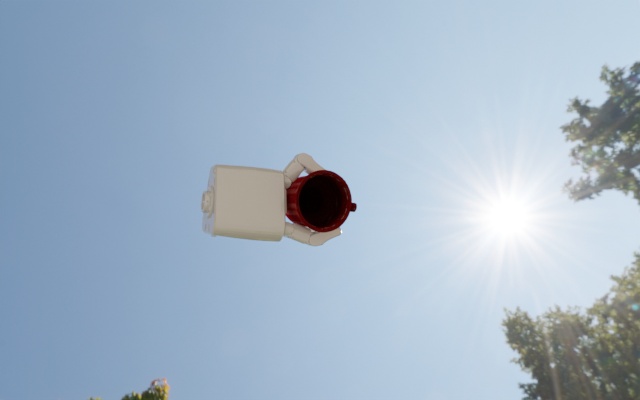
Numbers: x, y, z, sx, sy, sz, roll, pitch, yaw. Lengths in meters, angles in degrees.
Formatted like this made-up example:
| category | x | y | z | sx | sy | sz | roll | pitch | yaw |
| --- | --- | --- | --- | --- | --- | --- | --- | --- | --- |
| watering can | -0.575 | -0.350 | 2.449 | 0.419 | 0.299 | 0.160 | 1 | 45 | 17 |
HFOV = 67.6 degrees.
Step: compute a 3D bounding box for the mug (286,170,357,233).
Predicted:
| category | x | y | z | sx | sy | sz | roll | pitch | yaw |
| --- | --- | --- | --- | --- | --- | --- | --- | --- | --- |
| mug | 0.001 | 0.003 | 0.748 | 0.117 | 0.093 | 0.081 | 7 | -3 | -24 |
